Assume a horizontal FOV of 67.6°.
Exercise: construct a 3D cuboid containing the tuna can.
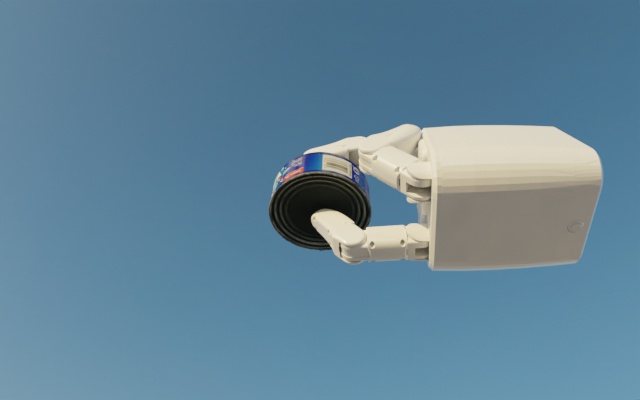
[{"bbox_3d":[0.000,0.001,0.411,0.086,0.086,0.033,0,39,2],"label":"tuna can"}]
